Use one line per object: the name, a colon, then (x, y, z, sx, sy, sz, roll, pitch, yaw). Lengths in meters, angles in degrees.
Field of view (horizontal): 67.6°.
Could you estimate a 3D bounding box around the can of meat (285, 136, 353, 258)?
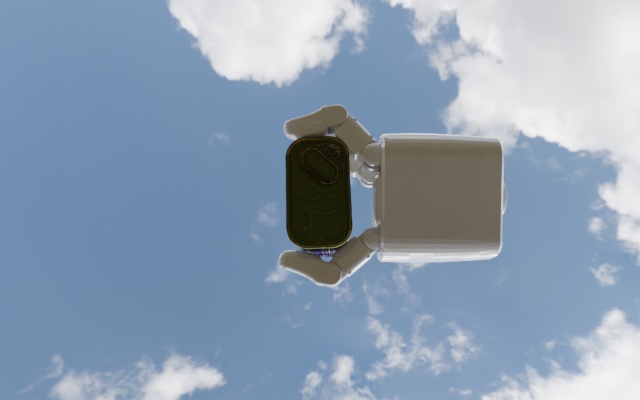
can of meat: (0.000, 0.002, 0.456, 0.057, 0.102, 0.084, -3, -14, 2)
